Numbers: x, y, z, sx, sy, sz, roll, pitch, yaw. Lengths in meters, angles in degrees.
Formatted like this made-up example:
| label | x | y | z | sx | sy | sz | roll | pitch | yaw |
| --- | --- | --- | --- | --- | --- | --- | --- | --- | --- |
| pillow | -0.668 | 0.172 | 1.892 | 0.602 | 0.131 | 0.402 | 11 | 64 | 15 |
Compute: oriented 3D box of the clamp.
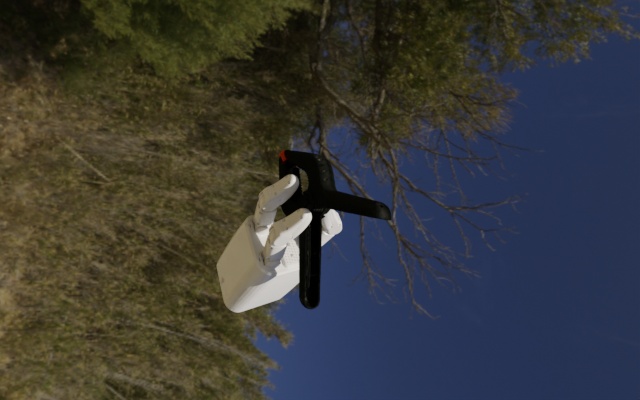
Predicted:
| label | x | y | z | sx | sy | sz | roll | pitch | yaw |
| --- | --- | --- | --- | --- | --- | --- | --- | --- | --- |
| clamp | 0.000 | 0.002 | 0.585 | 0.036 | 0.209 | 0.165 | 13 | -47 | -38 |
